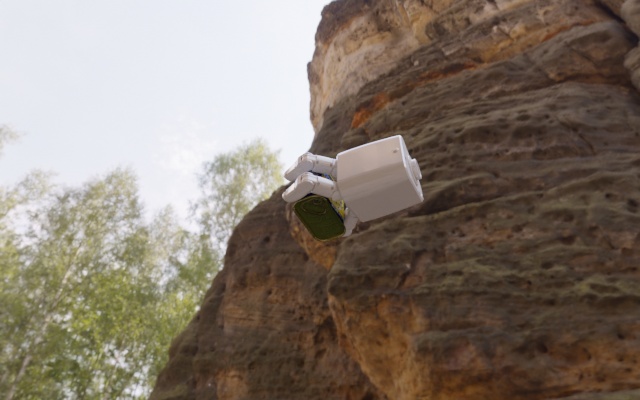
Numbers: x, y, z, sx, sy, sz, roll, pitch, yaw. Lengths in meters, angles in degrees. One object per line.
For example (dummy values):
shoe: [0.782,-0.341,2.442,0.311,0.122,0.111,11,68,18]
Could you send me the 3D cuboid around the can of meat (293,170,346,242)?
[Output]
can of meat: [0.000,0.002,0.781,0.057,0.083,0.102,-20,-50,19]
